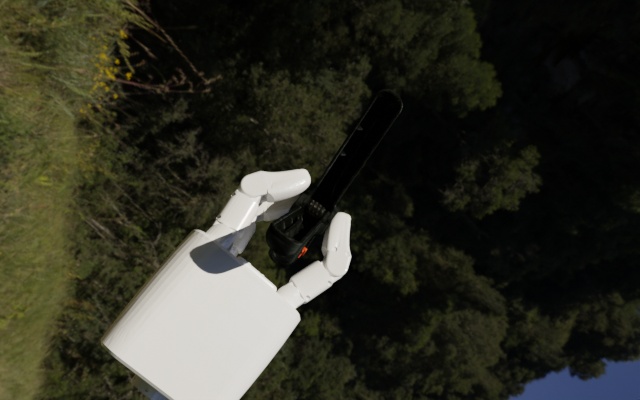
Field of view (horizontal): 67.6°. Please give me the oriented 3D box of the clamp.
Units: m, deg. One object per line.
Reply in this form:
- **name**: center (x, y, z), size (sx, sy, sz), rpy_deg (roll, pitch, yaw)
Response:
- **clamp**: center (0.000, 0.002, 0.427), size (0.036, 0.164, 0.210), rpy_deg (37, -21, 3)
